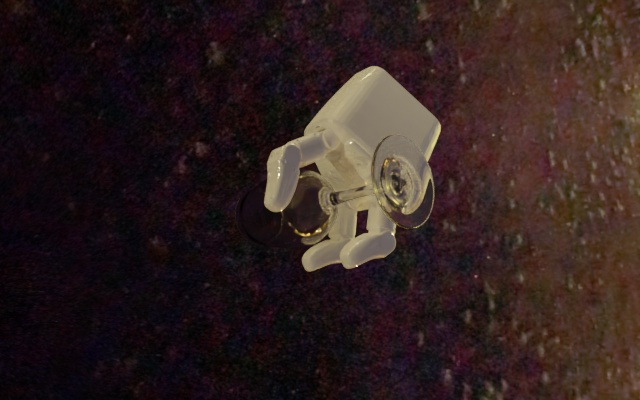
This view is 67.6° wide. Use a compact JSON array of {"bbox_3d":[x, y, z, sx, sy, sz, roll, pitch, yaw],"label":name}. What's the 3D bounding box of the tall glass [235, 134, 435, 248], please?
[{"bbox_3d":[0.000,0.001,0.439,0.079,0.079,0.201,0,-10,-42],"label":"tall glass"}]
